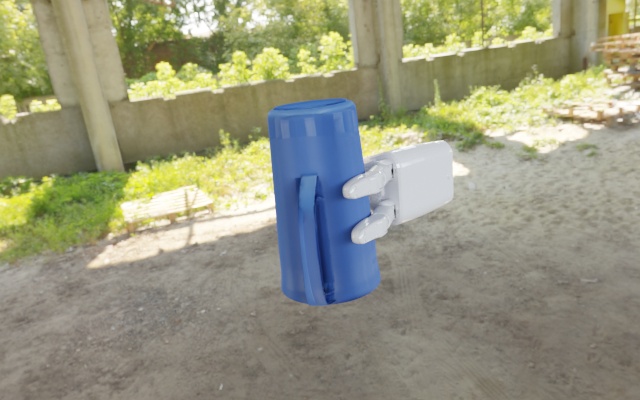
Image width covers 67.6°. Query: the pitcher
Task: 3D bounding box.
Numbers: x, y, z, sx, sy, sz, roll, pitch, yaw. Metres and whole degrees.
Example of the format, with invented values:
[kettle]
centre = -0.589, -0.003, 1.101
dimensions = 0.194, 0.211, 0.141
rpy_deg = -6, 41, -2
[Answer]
[pitcher]
centre = 0.000, 0.002, 0.597
dimensions = 0.145, 0.243, 0.149
rpy_deg = -17, 19, -31
